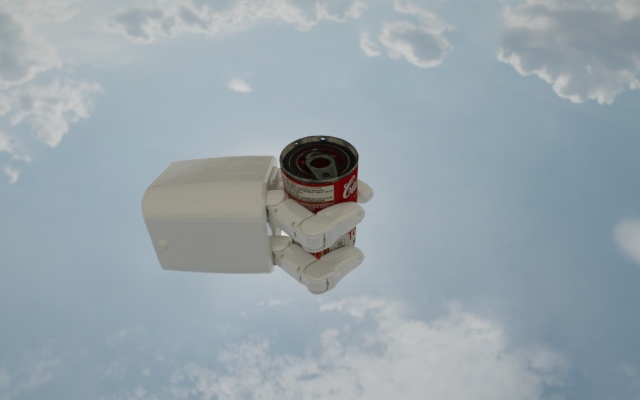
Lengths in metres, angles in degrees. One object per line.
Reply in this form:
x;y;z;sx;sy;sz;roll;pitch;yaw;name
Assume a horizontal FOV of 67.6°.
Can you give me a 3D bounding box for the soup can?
0.001;0.002;0.438;0.068;0.102;0.068;-1;40;1;soup can
